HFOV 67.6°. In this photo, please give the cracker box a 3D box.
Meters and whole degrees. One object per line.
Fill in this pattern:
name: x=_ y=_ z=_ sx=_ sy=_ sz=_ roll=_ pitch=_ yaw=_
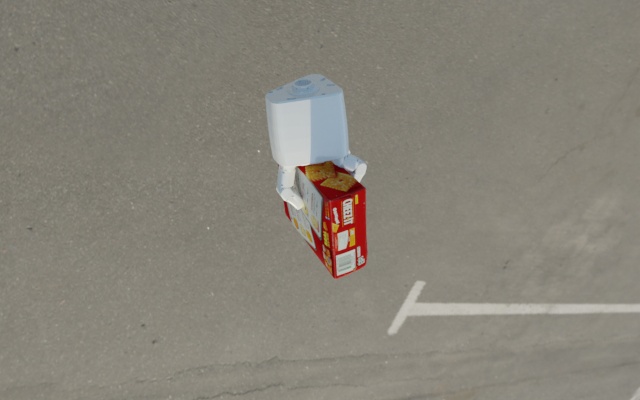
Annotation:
cracker box: x=0.000 y=0.003 z=0.821 sx=0.072 sy=0.164 sz=0.213 roll=-19 pitch=38 yaw=-19
